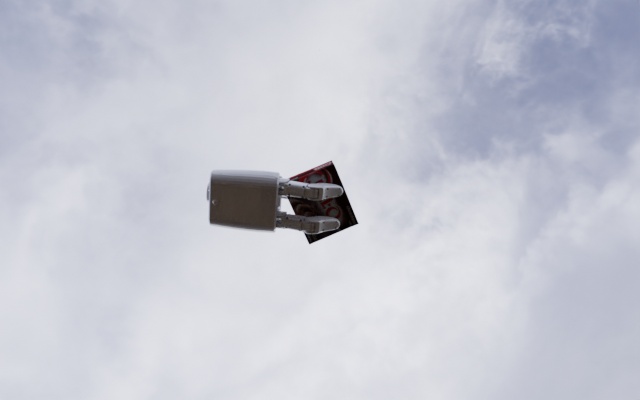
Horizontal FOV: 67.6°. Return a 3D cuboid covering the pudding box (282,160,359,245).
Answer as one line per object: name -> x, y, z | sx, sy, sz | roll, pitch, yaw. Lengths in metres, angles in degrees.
pudding box -> 0.000, 0.003, 0.780 | 0.090, 0.113, 0.039 | -23, 18, 4
